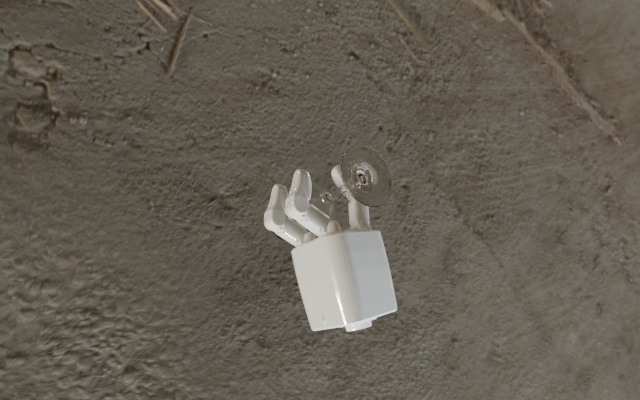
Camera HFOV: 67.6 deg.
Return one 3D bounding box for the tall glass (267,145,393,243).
[{"bbox_3d":[0.000,0.002,0.616,0.079,0.079,0.201,0,-17,-34],"label":"tall glass"}]
